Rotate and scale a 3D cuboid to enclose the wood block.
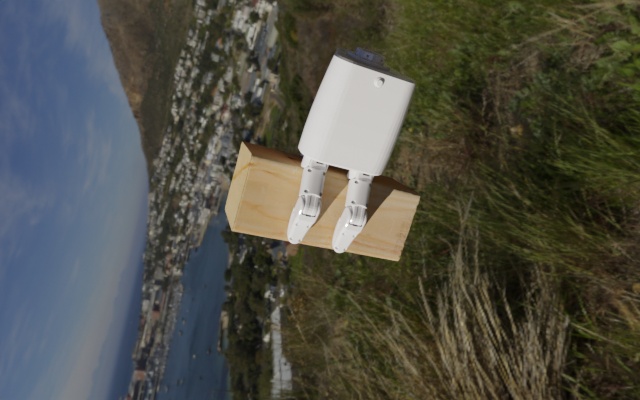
[{"bbox_3d":[0.000,0.001,0.577,0.206,0.090,0.090,12,12,-19],"label":"wood block"}]
